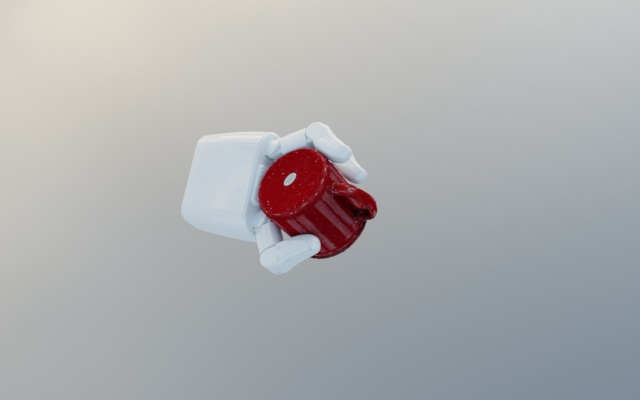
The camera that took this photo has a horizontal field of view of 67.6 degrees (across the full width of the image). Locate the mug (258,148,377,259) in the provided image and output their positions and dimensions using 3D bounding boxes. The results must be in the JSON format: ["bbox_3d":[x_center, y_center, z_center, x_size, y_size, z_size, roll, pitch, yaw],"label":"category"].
[{"bbox_3d":[0.001,0.002,0.478,0.117,0.093,0.081,4,-28,35],"label":"mug"}]
